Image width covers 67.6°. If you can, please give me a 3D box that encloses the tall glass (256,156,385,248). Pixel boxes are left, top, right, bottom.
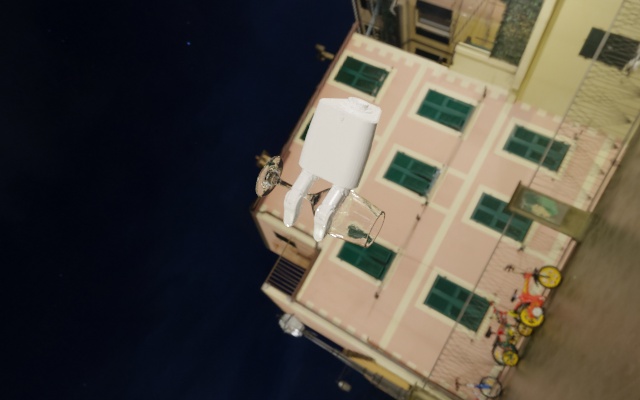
[{"bbox_3d":[0.000,0.002,0.757,0.201,0.079,0.079,27,9,19],"label":"tall glass"}]
